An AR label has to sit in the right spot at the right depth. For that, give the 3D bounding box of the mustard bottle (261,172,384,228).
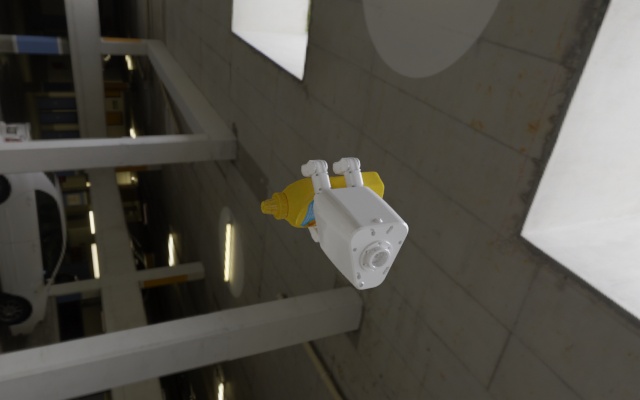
[{"bbox_3d":[0.000,0.002,0.755,0.191,0.058,0.096,-6,-36,-25],"label":"mustard bottle"}]
